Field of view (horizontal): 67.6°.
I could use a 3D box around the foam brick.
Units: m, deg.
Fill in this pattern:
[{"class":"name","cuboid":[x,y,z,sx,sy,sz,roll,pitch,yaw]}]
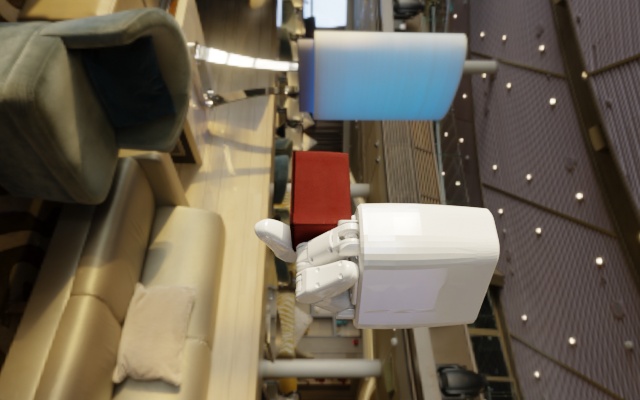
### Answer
[{"class":"foam brick","cuboid":[0.000,0.001,0.429,0.051,0.078,0.053,0,-32,0]}]
